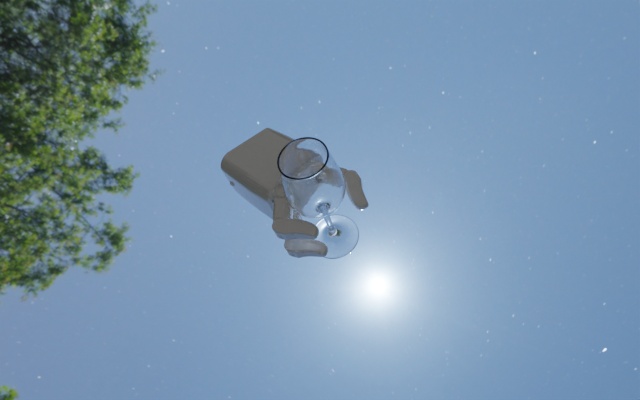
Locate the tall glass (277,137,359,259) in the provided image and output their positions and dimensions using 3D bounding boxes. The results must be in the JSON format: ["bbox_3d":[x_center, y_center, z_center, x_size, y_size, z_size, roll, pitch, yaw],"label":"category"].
[{"bbox_3d":[0.000,0.002,0.635,0.079,0.079,0.201,0,-31,14],"label":"tall glass"}]
